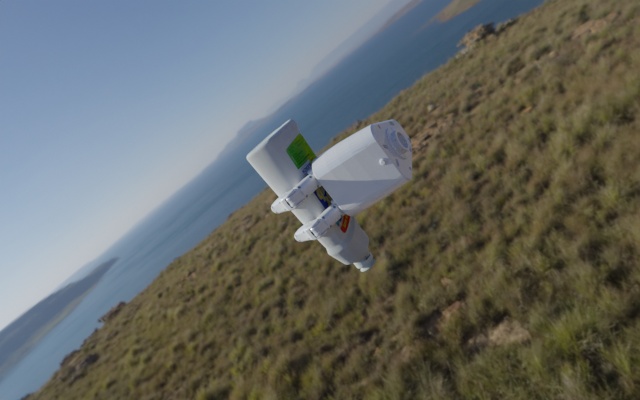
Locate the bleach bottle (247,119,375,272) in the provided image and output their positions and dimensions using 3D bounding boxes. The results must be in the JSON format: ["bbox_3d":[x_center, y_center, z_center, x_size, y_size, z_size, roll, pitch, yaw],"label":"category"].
[{"bbox_3d":[0.000,0.002,0.729,0.068,0.251,0.102,-31,14,32],"label":"bleach bottle"}]
